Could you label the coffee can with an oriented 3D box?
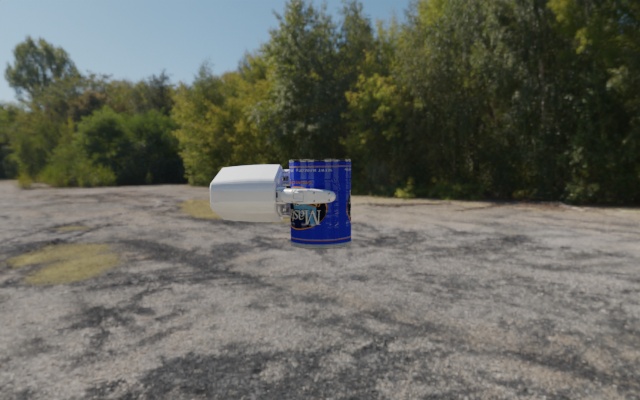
[{"bbox_3d":[0.000,0.003,0.789,0.103,0.140,0.103,-1,4,0],"label":"coffee can"}]
